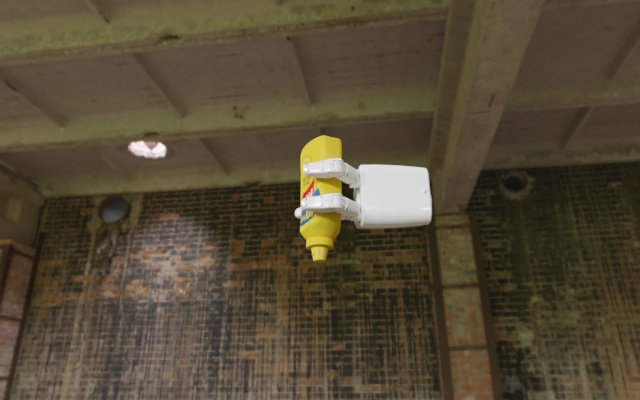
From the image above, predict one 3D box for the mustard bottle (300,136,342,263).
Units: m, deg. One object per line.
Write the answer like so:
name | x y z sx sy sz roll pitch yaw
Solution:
mustard bottle | 0.000 0.002 0.749 0.058 0.191 0.096 10 -24 -23
